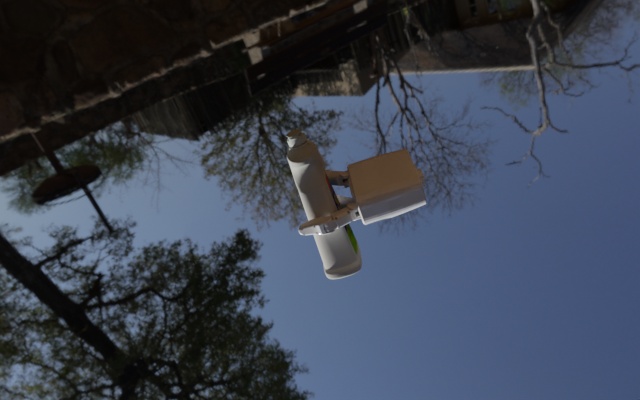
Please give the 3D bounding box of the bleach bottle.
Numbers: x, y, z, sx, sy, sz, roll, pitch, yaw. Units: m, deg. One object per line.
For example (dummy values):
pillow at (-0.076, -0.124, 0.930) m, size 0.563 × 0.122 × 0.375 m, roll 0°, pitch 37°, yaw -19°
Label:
bleach bottle at (0.000, 0.003, 0.796) m, size 0.068 × 0.251 × 0.102 m, roll -17°, pitch 25°, yaw 9°
